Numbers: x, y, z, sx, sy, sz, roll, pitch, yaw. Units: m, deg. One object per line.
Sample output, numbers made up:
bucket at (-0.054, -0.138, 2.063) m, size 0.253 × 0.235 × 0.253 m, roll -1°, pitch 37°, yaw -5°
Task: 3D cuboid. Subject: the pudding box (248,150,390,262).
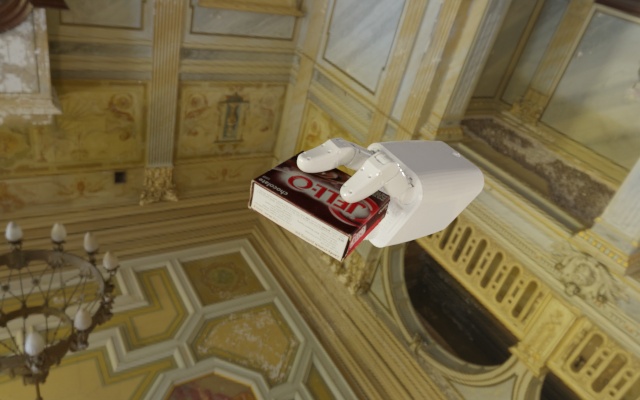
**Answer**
pudding box at (0.000, 0.002, 0.472) m, size 0.113 × 0.039 × 0.090 m, roll 27°, pitch 35°, yaw 19°
